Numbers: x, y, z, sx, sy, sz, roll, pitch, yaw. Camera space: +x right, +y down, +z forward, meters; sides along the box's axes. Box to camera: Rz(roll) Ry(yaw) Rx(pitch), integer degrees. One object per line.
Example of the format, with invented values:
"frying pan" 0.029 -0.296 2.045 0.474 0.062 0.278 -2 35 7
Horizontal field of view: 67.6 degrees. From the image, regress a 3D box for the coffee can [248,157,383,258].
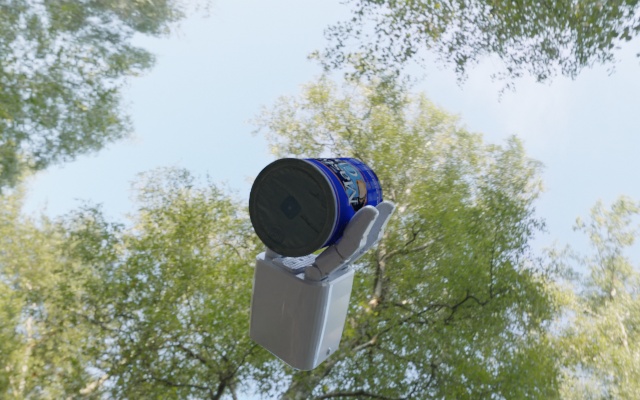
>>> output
"coffee can" 0.000 0.002 0.545 0.103 0.103 0.140 0 5 27
